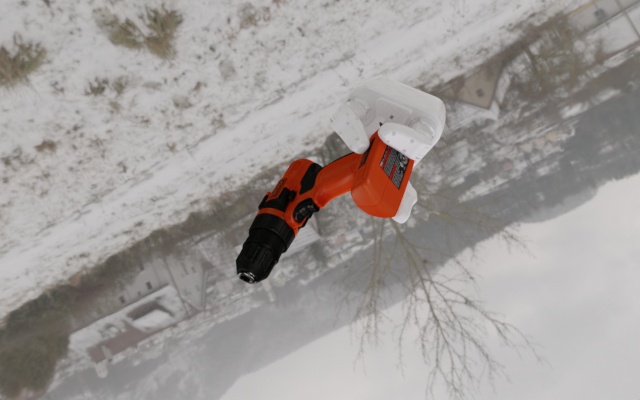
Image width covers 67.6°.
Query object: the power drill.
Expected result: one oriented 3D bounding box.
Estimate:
[{"bbox_3d":[0.001,0.001,0.516,0.188,0.184,0.057,-19,-56,40],"label":"power drill"}]
